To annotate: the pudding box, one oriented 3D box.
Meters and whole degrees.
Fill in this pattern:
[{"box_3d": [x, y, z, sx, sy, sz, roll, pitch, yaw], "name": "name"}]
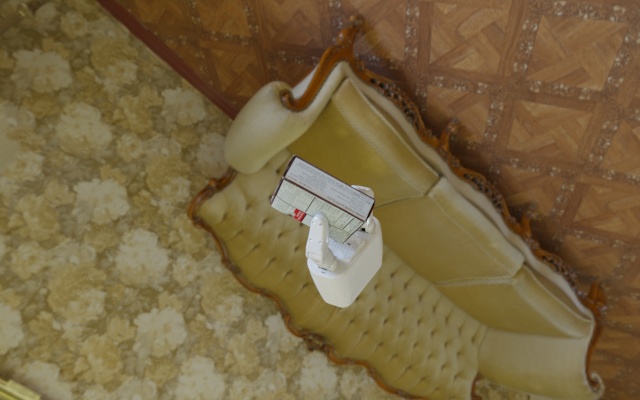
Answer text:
[{"box_3d": [0.000, 0.002, 0.585, 0.113, 0.039, 0.090, 27, -27, -5], "name": "pudding box"}]
